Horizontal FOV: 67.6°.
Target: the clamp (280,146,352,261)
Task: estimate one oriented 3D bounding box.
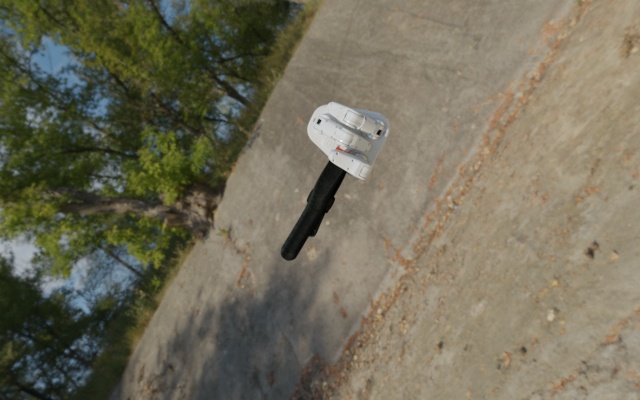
[{"bbox_3d":[0.000,0.002,0.698,0.039,0.171,0.120,31,12,1],"label":"clamp"}]
